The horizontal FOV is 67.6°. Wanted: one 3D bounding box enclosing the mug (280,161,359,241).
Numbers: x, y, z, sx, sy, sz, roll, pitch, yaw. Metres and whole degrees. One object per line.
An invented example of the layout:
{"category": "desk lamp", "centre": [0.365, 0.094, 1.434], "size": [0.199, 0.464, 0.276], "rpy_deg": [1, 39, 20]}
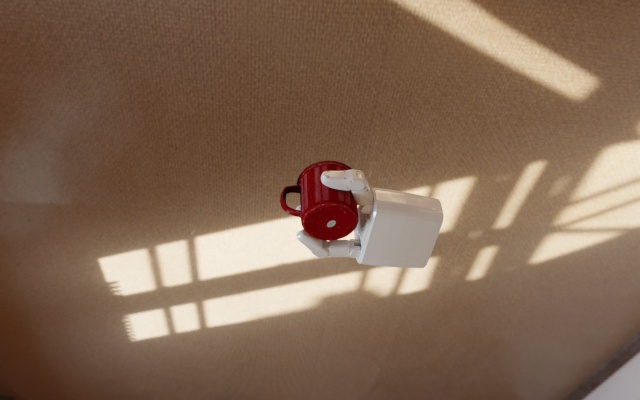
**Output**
{"category": "mug", "centre": [-0.001, 0.002, 0.688], "size": [0.117, 0.081, 0.093], "rpy_deg": [5, -45, -8]}
